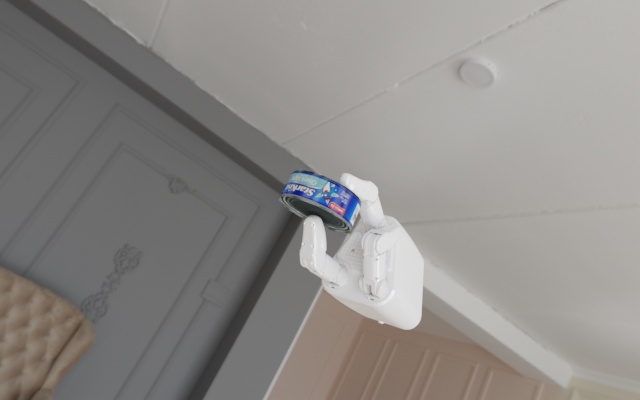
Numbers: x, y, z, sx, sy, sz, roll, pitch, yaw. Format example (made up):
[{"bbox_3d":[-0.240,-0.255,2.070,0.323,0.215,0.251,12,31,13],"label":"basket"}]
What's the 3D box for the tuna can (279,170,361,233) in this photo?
[{"bbox_3d":[0.000,0.001,0.518,0.086,0.033,0.086,23,-15,7],"label":"tuna can"}]
